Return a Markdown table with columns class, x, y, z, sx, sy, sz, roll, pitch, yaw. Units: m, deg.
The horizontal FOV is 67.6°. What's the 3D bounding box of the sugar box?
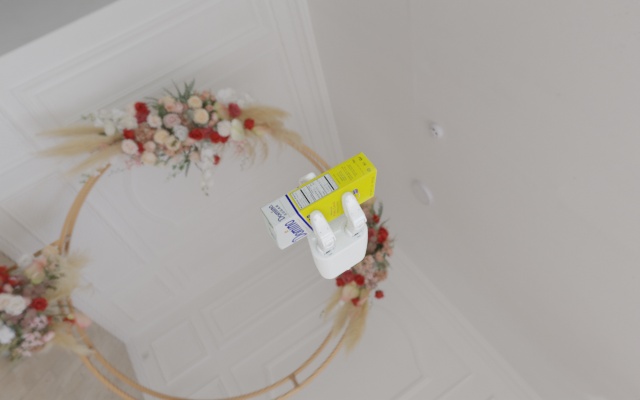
| class | x | y | z | sx | sy | sz | roll | pitch | yaw |
| --- | --- | --- | --- | --- | --- | --- | --- | --- | --- |
| sugar box | 0.001 | 0.003 | 0.724 | 0.176 | 0.048 | 0.093 | -32 | -24 | -12 |
